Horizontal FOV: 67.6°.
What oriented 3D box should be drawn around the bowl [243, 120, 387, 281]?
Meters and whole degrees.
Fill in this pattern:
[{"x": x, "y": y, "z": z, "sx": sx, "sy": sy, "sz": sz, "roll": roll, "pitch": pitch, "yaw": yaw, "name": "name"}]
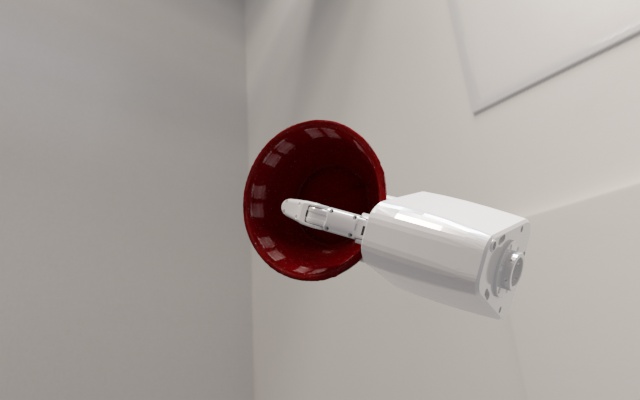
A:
[{"x": -0.001, "y": 0.001, "z": 0.497, "sx": 0.162, "sy": 0.162, "sz": 0.055, "roll": 0, "pitch": -6, "yaw": 27, "name": "bowl"}]
